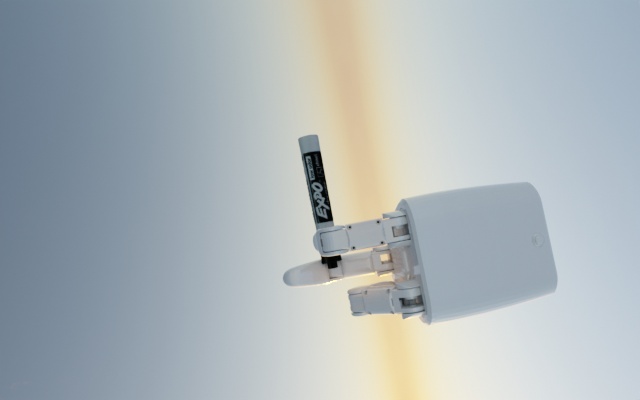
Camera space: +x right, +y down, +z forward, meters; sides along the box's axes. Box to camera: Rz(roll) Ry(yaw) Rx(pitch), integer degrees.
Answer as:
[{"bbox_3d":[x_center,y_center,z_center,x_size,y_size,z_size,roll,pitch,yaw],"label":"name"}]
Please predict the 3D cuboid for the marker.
[{"bbox_3d":[0.000,0.001,0.430,0.020,0.121,0.020,-11,-3,-1],"label":"marker"}]
